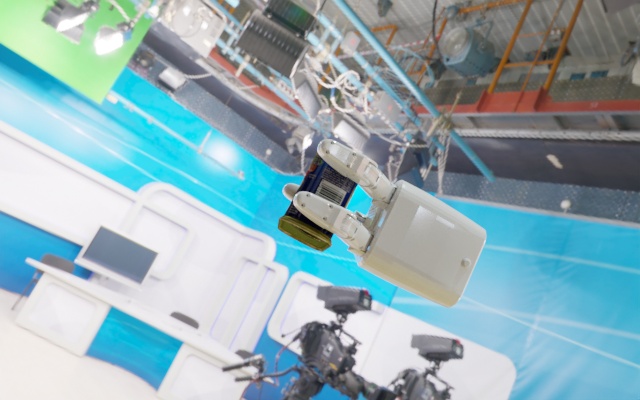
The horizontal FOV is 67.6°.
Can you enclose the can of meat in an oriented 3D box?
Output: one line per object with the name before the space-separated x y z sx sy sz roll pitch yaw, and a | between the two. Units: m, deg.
can of meat | 0.000 0.001 0.498 0.057 0.084 0.102 28 -12 0
